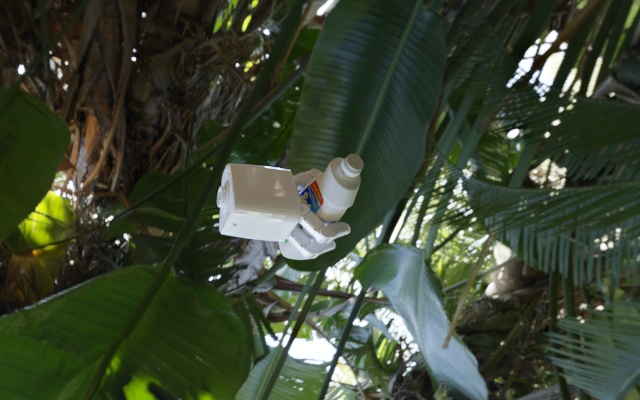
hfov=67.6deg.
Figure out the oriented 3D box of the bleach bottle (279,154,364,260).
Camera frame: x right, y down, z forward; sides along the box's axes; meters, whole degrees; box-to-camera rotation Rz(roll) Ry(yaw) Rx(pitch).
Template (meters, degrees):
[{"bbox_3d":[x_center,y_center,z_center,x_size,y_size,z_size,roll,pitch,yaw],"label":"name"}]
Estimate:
[{"bbox_3d":[0.000,0.003,0.789,0.068,0.102,0.251,8,-35,-23],"label":"bleach bottle"}]
